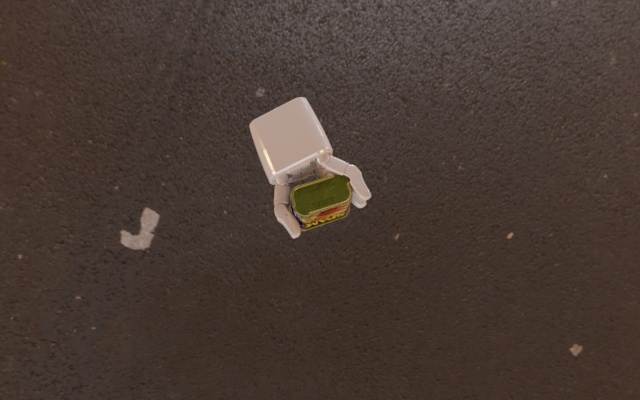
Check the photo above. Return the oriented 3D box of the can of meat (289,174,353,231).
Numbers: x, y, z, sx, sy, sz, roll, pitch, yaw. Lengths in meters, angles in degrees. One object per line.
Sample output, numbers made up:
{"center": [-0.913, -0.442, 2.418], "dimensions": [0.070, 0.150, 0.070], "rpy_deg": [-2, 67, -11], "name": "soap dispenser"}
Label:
{"center": [0.000, 0.003, 0.776], "dimensions": [0.102, 0.057, 0.084], "rpy_deg": [-18, -15, -8], "name": "can of meat"}
